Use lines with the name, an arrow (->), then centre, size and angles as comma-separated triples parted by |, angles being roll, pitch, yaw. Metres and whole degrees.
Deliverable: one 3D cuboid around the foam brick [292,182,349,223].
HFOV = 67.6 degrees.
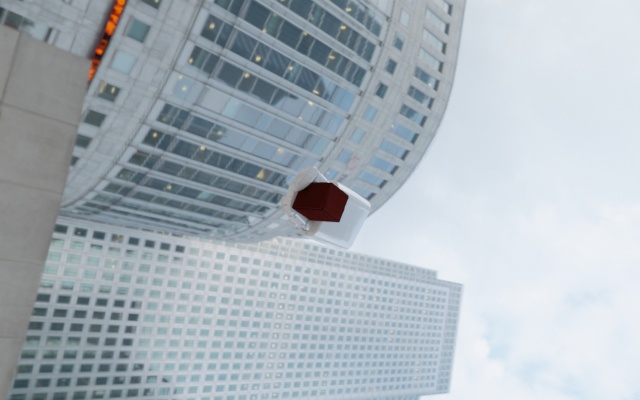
foam brick -> 0.000, 0.003, 0.826 | 0.078, 0.053, 0.051 | 2, -26, 47
